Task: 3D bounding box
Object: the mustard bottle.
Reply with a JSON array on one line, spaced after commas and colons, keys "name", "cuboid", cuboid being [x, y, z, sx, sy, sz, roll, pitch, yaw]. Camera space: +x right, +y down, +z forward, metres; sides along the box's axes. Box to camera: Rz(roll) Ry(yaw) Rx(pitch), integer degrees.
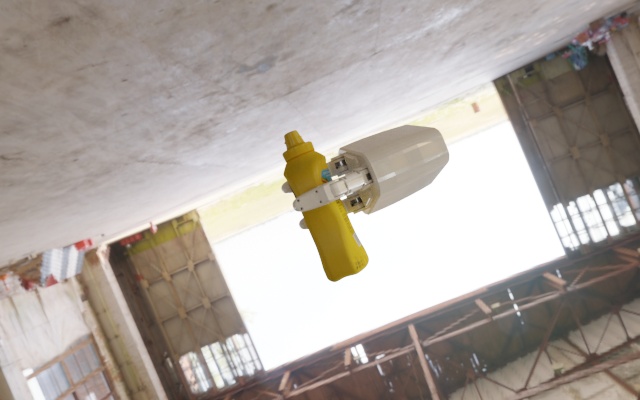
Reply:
[{"name": "mustard bottle", "cuboid": [0.000, 0.002, 0.603, 0.058, 0.191, 0.096, -23, 1, 12]}]
